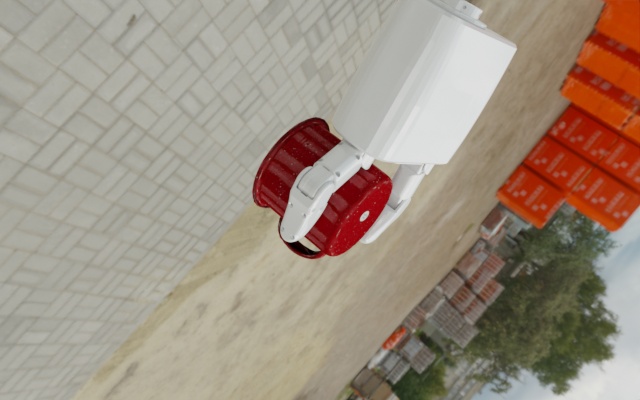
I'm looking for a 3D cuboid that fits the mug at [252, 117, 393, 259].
[{"bbox_3d":[0.000,0.003,0.402,0.081,0.117,0.093,39,31,20],"label":"mug"}]
